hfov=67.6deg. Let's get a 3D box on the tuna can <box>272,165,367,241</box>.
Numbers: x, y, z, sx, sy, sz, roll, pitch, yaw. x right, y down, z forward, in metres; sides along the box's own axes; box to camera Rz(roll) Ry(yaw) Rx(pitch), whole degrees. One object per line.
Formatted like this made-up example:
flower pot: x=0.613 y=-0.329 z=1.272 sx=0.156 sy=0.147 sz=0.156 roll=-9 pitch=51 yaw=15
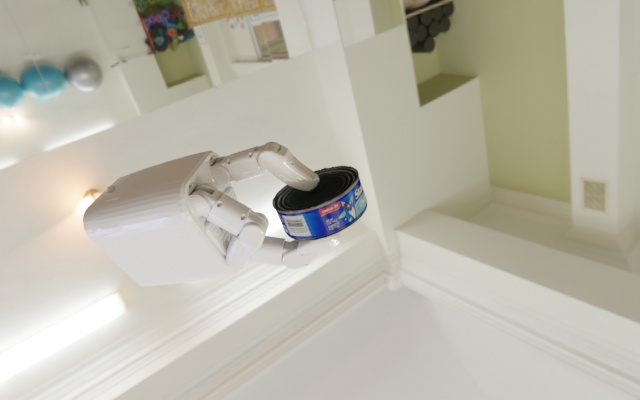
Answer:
tuna can: x=0.000 y=0.002 z=0.450 sx=0.086 sy=0.034 sz=0.086 roll=-18 pitch=23 yaw=8
